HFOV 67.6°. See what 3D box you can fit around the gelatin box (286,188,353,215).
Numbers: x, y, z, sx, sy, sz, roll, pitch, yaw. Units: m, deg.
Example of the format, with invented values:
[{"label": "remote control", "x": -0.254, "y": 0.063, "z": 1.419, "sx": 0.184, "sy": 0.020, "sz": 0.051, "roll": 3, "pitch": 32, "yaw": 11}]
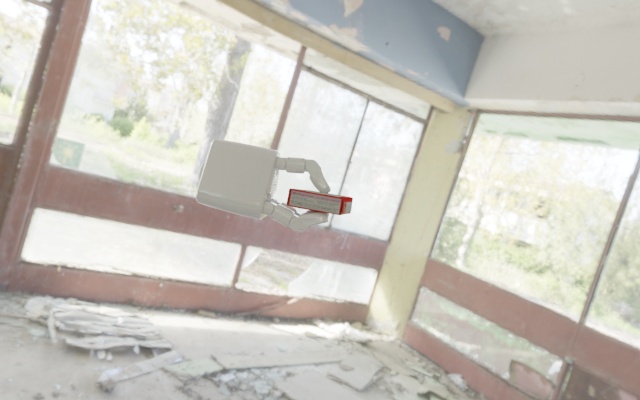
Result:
[{"label": "gelatin box", "x": 0.001, "y": 0.002, "z": 0.754, "sx": 0.089, "sy": 0.030, "sz": 0.073, "roll": 9, "pitch": 3, "yaw": 15}]
